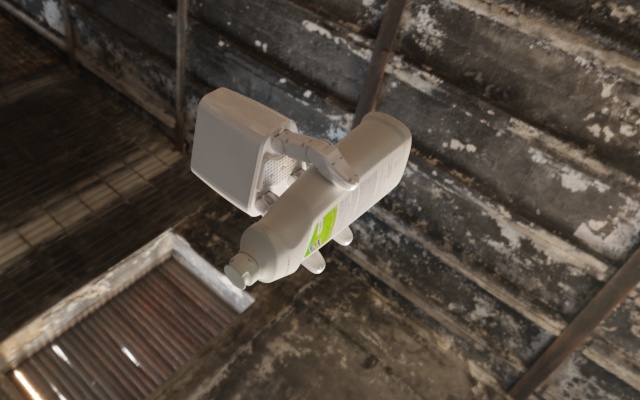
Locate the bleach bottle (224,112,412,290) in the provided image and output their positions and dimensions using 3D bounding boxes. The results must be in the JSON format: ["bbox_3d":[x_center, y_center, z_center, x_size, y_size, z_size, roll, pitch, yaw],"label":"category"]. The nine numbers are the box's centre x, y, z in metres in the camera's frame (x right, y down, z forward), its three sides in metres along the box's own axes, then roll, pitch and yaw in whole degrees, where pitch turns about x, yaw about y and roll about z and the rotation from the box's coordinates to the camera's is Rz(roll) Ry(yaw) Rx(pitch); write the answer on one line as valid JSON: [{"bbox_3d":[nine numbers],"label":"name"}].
[{"bbox_3d":[0.000,0.002,0.508,0.068,0.103,0.250,32,49,24],"label":"bleach bottle"}]
